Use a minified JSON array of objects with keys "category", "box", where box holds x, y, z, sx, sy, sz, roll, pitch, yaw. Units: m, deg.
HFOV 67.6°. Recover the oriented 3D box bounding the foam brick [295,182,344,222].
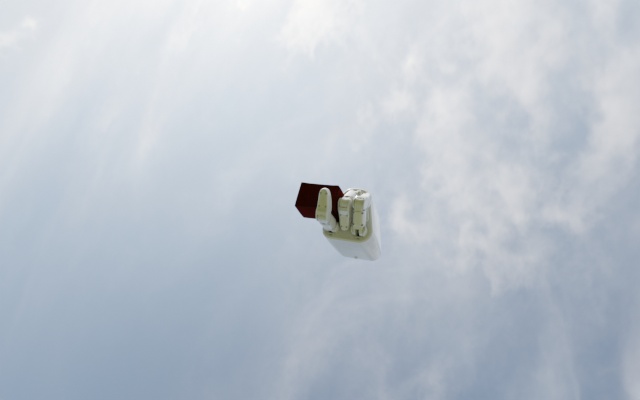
[{"category":"foam brick","box":[0.000,0.003,0.892,0.078,0.053,0.051,7,-25,23]}]
